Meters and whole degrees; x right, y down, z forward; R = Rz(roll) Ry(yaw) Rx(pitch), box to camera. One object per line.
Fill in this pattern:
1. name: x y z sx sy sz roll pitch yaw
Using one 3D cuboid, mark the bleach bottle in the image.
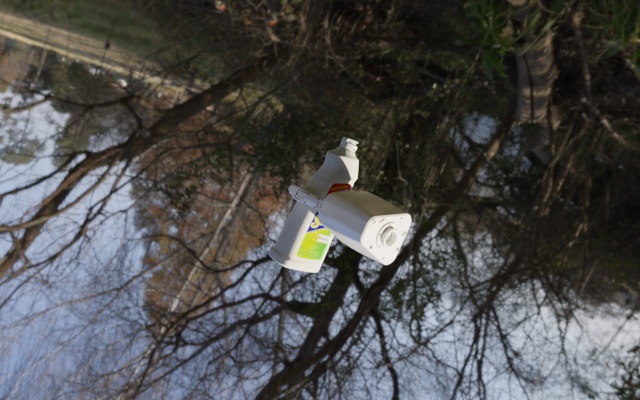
1. bleach bottle: 0.000 0.003 0.868 0.102 0.251 0.068 18 7 -44
